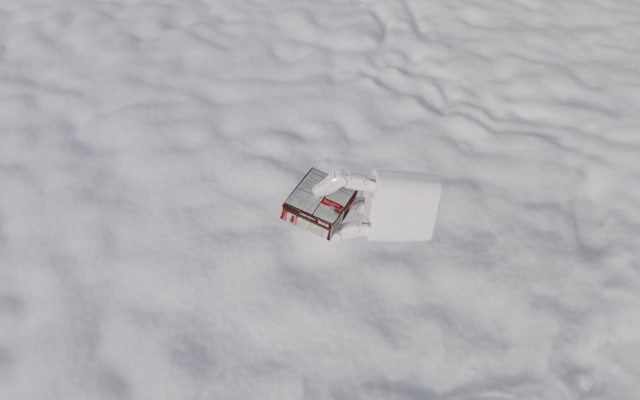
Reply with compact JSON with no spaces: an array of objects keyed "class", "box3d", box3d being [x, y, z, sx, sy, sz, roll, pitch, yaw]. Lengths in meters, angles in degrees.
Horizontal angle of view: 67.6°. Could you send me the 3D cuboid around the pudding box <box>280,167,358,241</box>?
[{"class":"pudding box","box3d":[0.000,0.002,0.775,0.090,0.039,0.113,23,42,13]}]
